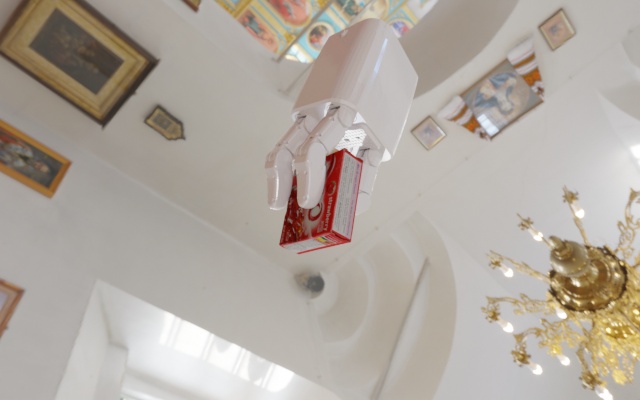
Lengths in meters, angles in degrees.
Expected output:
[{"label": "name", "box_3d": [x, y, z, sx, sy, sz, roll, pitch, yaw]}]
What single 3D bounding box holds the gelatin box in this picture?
[{"label": "gelatin box", "box_3d": [0.000, 0.002, 0.456, 0.030, 0.089, 0.073, 29, -31, -34]}]
